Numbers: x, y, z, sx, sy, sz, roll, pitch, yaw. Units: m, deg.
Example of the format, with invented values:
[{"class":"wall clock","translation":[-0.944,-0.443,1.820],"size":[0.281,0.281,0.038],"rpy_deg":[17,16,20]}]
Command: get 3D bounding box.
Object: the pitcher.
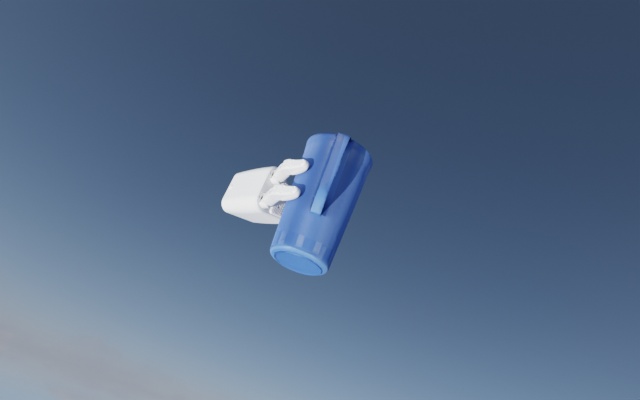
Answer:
[{"class":"pitcher","translation":[0.000,0.003,0.860],"size":[0.145,0.242,0.149],"rpy_deg":[-3,-35,40]}]
